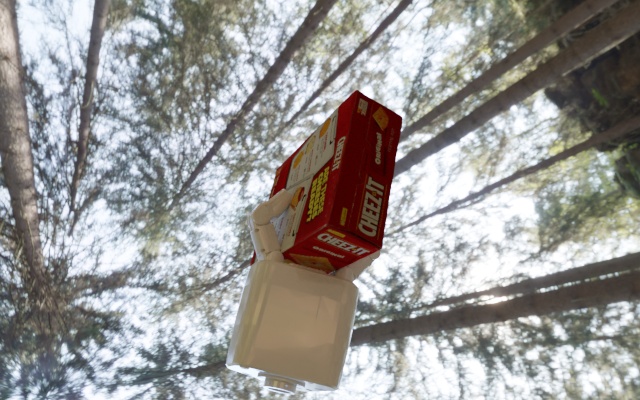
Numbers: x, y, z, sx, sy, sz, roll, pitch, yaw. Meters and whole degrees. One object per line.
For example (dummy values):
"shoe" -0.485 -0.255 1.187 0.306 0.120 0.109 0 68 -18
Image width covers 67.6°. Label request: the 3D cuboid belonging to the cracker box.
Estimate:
"cracker box" 0.000 0.002 0.554 0.072 0.164 0.214 24 -30 -20
